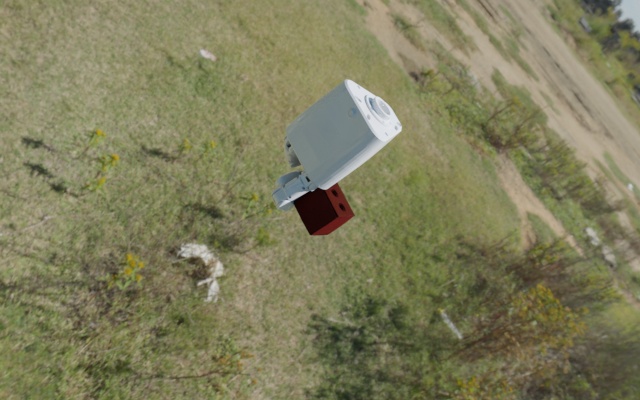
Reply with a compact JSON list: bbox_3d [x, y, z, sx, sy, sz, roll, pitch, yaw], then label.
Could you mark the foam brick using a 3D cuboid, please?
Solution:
[{"bbox_3d":[0.000,0.002,0.647,0.051,0.078,0.053,-34,-15,23],"label":"foam brick"}]
